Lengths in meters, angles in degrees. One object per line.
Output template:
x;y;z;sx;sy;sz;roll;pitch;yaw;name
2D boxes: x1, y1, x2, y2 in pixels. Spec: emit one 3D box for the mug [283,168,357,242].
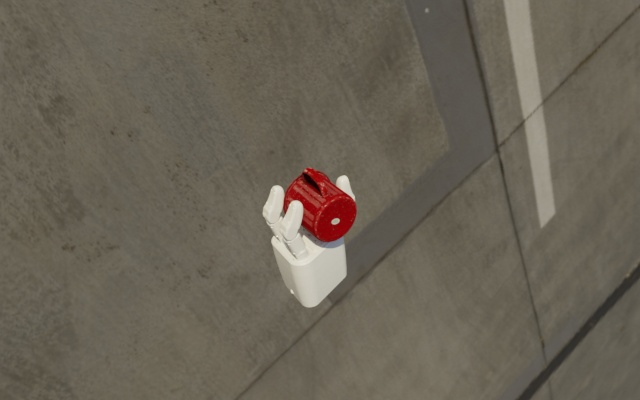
0.000;0.001;0.730;0.093;0.117;0.081;-29;41;-22;mug
